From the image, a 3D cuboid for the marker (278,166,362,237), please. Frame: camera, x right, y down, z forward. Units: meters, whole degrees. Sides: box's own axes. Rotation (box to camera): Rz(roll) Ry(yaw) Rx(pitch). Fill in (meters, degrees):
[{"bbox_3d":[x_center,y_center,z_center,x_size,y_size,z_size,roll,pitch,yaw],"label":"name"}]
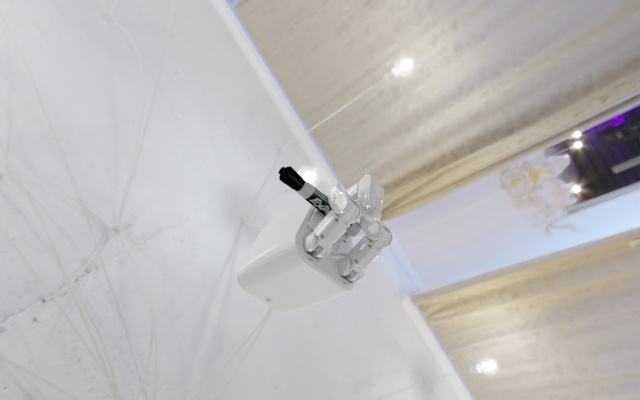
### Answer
[{"bbox_3d":[0.000,0.002,0.523,0.121,0.020,0.020,39,-22,-30],"label":"marker"}]
